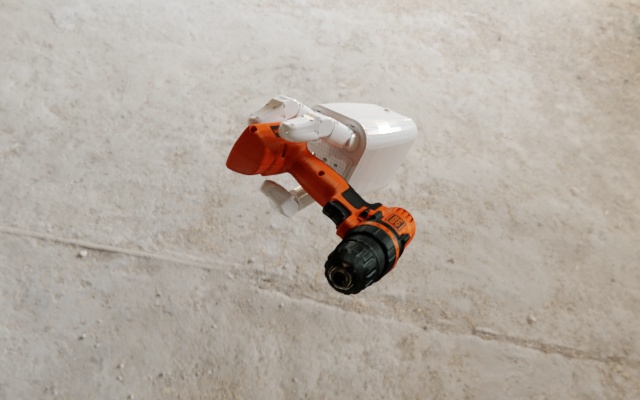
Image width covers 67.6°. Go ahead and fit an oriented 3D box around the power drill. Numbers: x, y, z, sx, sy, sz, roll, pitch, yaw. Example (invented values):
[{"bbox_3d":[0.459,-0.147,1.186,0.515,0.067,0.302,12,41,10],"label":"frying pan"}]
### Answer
[{"bbox_3d":[0.000,0.001,0.464,0.187,0.057,0.184,42,22,11],"label":"power drill"}]
